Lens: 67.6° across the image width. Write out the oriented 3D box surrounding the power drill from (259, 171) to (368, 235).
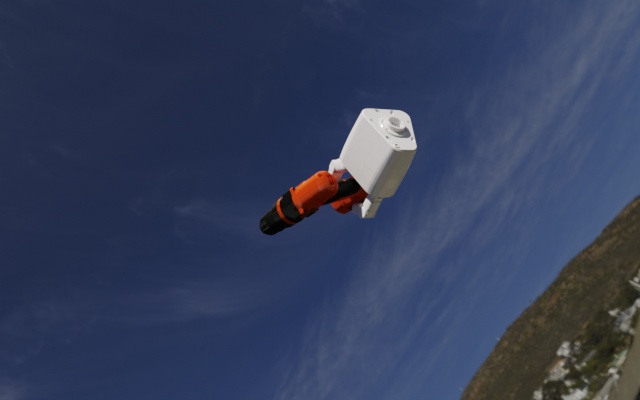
[{"bbox_3d":[0.001,0.003,0.861,0.184,0.057,0.187,-33,-13,38],"label":"power drill"}]
